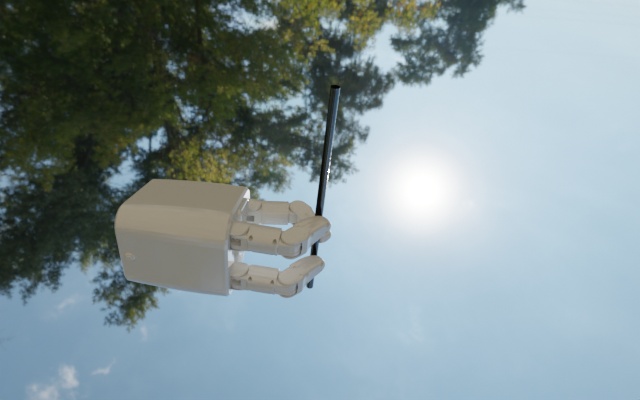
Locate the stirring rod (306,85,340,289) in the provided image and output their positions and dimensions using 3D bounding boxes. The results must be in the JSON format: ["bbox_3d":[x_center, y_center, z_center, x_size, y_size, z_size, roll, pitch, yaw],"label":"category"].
[{"bbox_3d":[0.000,0.001,0.465,0.011,0.240,0.011,5,38,-4],"label":"stirring rod"}]
